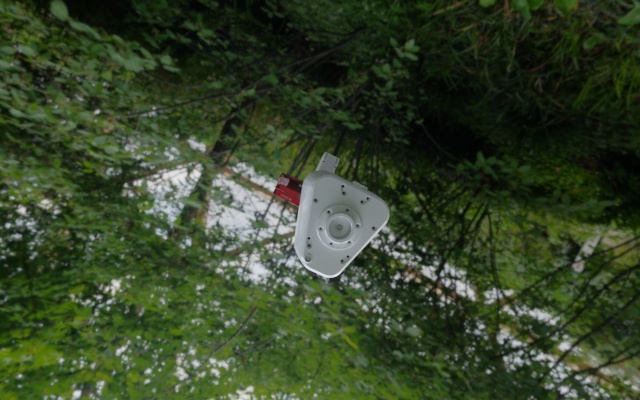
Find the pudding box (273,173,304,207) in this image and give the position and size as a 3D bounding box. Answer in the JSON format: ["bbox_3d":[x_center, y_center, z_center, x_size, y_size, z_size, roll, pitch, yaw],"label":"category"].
[{"bbox_3d":[0.000,0.002,0.691,0.113,0.039,0.090,26,1,-34],"label":"pudding box"}]
